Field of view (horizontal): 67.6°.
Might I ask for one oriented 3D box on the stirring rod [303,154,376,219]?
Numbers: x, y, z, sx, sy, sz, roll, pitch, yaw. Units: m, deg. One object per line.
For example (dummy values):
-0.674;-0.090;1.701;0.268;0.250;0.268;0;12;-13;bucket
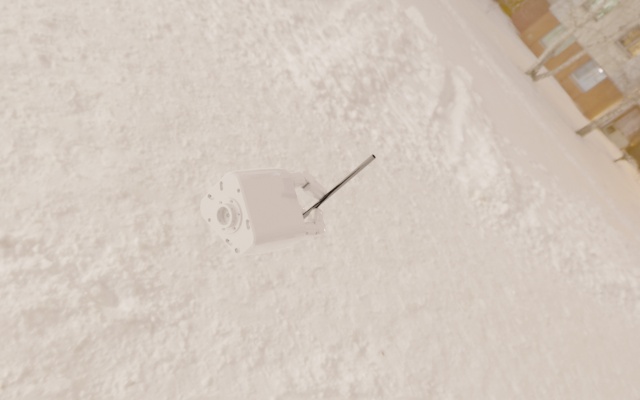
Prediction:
0.000;0.003;0.764;0.240;0.011;0.011;-41;-24;30;stirring rod
